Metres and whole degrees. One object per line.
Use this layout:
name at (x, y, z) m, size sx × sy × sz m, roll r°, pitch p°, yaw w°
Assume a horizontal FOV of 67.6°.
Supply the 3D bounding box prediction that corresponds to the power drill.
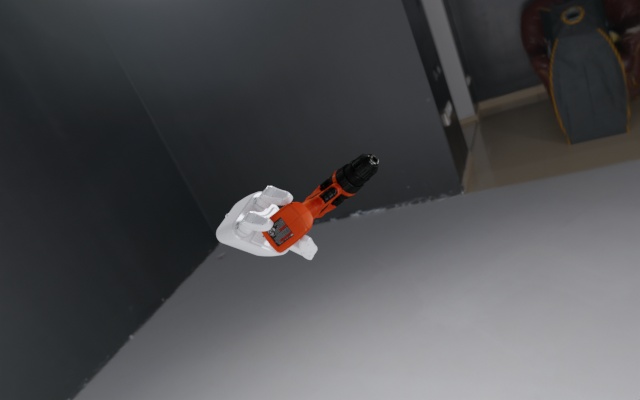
power drill at (0.000, 0.003, 0.793) m, size 0.187 × 0.057 × 0.184 m, roll -35°, pitch -5°, yaw -47°
